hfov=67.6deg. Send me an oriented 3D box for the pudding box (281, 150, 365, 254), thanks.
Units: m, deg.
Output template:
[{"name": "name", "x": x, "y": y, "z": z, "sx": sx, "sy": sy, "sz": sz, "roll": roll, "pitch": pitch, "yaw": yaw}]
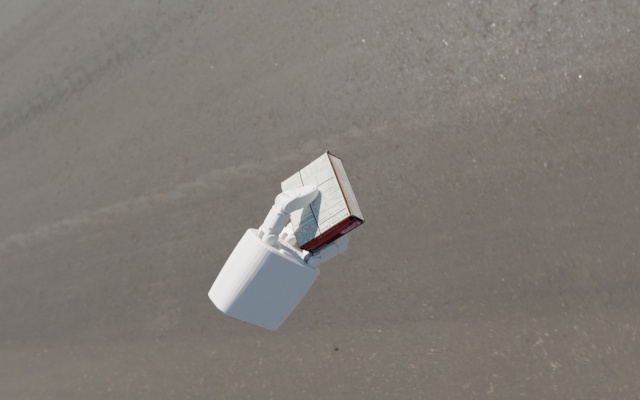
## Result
[{"name": "pudding box", "x": 0.000, "y": 0.002, "z": 0.649, "sx": 0.090, "sy": 0.113, "sz": 0.039, "roll": -32, "pitch": -32, "yaw": 22}]
